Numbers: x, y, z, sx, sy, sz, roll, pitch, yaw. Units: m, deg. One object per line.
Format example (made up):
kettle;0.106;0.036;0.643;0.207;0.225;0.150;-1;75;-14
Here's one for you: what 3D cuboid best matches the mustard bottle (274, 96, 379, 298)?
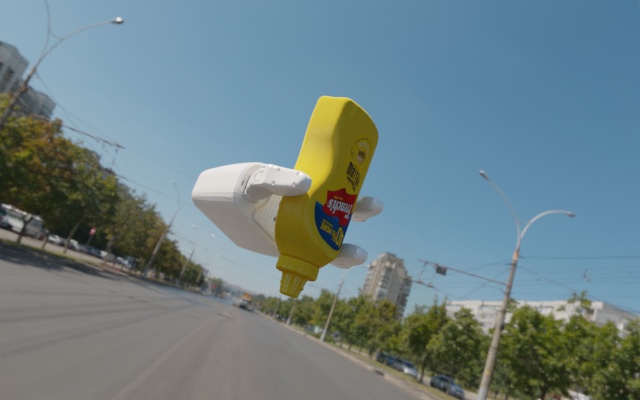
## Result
mustard bottle;0.000;0.001;0.469;0.058;0.191;0.096;12;-17;27
